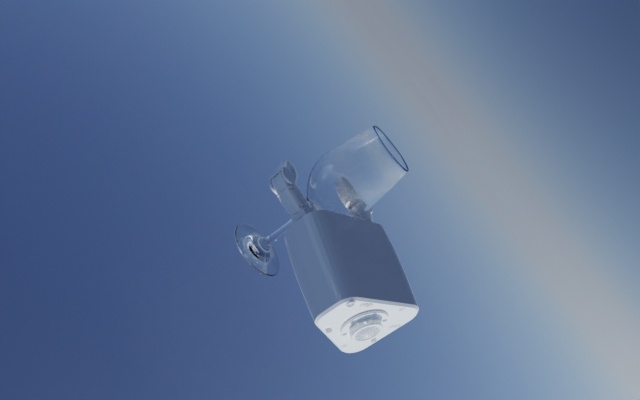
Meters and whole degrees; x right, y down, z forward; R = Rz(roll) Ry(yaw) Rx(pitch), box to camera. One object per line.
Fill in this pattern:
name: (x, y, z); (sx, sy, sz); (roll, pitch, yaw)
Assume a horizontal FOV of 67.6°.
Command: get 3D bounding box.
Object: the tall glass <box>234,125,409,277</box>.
tall glass: (-0.001, 0.002, 0.537); (0.201, 0.079, 0.079); (-38, -13, 18)
